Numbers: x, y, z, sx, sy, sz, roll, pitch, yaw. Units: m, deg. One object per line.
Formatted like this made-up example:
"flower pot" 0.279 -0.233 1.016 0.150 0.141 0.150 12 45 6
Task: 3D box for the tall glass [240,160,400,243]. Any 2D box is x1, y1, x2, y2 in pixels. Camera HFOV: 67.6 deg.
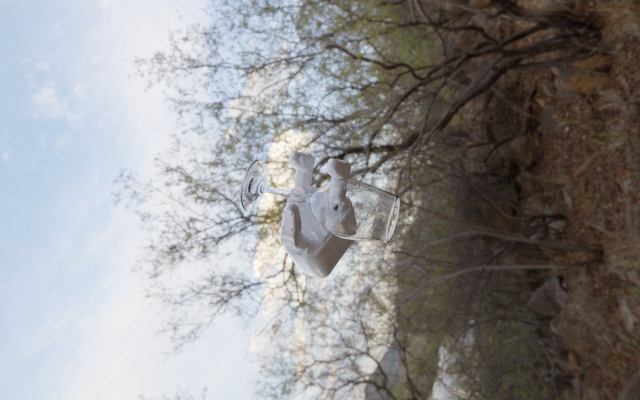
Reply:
"tall glass" -0.001 0.002 0.631 0.201 0.079 0.079 14 4 18
